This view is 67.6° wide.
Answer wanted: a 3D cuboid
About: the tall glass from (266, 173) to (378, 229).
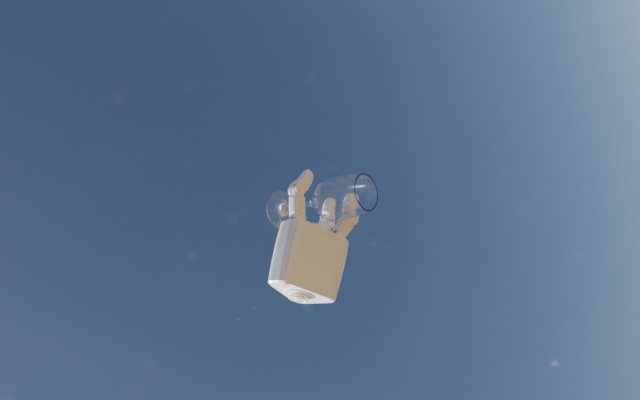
[{"bbox_3d":[0.000,0.003,0.823,0.201,0.079,0.079,-13,-9,41],"label":"tall glass"}]
